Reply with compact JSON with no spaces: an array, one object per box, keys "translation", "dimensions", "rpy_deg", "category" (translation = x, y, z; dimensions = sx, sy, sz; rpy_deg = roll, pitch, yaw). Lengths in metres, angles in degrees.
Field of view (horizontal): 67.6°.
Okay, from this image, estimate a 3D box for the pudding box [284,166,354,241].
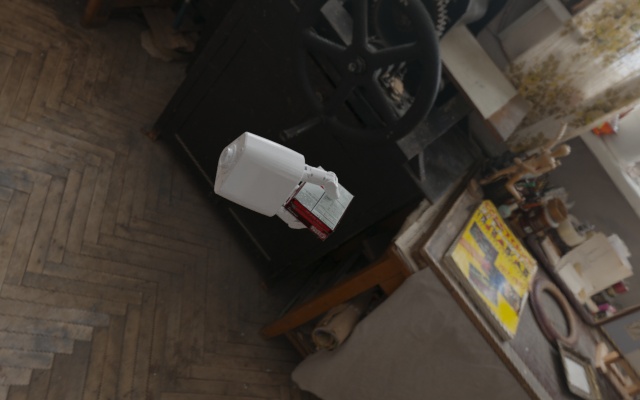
[{"translation":[0.000,0.003,0.832],"dimensions":[0.039,0.090,0.113],"rpy_deg":[-42,9,43],"category":"pudding box"}]
